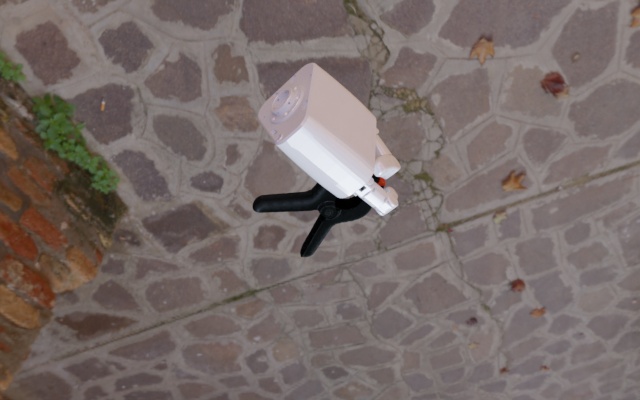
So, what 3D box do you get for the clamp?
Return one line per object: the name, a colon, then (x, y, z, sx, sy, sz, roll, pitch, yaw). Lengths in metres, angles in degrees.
clamp: (0.000, 0.002, 0.618, 0.171, 0.039, 0.120, -38, -53, 23)
